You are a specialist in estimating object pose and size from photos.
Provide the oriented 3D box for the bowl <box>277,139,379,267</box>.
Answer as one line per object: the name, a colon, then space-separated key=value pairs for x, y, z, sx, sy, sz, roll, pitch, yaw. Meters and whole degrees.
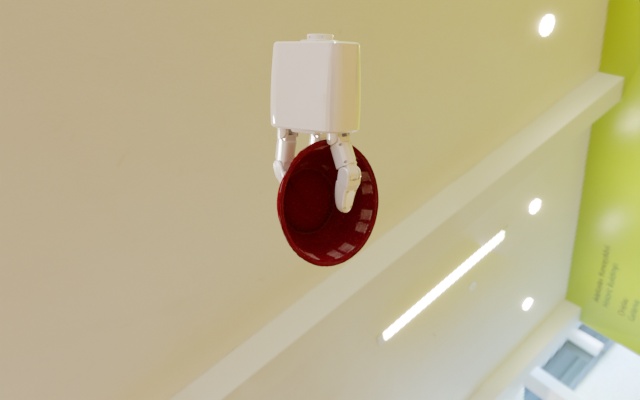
bowl: x=0.000 y=0.003 z=0.622 sx=0.162 sy=0.162 sz=0.055 roll=0 pitch=3 yaw=-38
